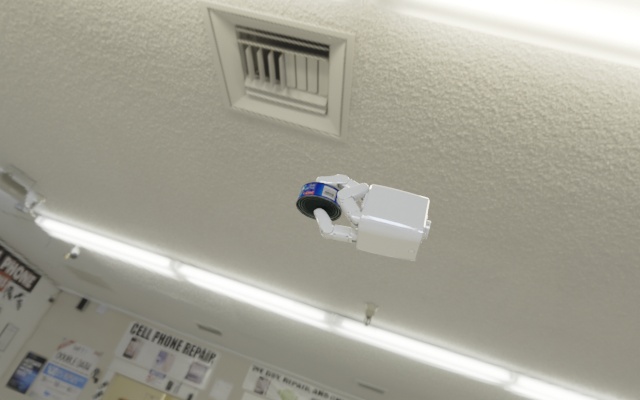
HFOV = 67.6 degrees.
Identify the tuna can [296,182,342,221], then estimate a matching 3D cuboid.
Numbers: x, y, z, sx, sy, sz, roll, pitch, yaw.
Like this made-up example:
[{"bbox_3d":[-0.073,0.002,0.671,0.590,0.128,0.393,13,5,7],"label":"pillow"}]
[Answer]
[{"bbox_3d":[0.000,0.002,0.882,0.086,0.033,0.086,12,-31,7],"label":"tuna can"}]
